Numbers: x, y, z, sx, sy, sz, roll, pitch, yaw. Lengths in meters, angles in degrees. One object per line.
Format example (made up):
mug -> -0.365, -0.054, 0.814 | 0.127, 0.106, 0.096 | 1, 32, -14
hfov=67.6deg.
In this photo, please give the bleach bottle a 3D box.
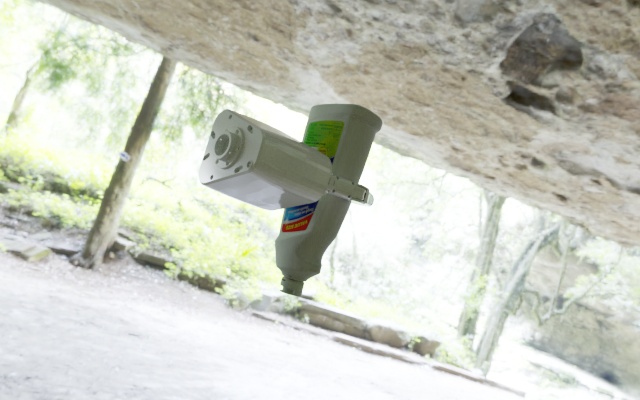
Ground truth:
bleach bottle -> 0.000, 0.002, 0.626 | 0.102, 0.251, 0.068 | 10, -8, 45
